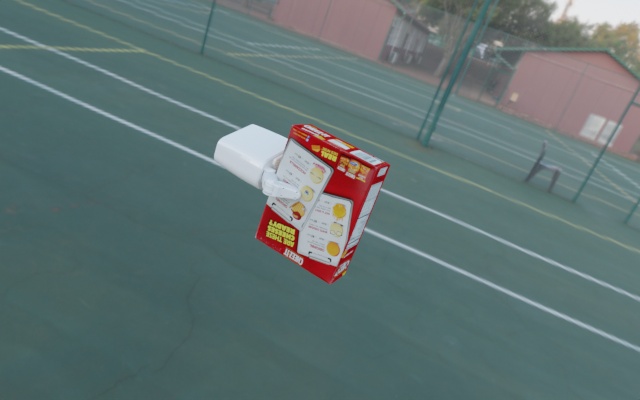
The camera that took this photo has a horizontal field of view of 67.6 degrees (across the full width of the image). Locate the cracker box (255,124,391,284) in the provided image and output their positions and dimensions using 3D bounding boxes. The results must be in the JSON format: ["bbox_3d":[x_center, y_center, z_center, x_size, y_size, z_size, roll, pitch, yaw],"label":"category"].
[{"bbox_3d":[0.000,0.002,0.793,0.164,0.214,0.072,29,23,22],"label":"cracker box"}]
